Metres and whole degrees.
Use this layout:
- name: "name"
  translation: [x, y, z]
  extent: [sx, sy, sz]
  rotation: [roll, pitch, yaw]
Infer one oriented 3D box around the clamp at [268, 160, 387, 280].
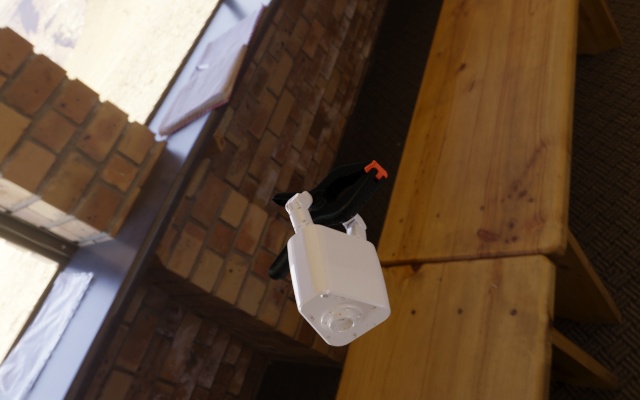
- name: "clamp"
  translation: [0.000, 0.002, 0.687]
  extent: [0.210, 0.164, 0.036]
  rotation: [-37, -54, 20]
